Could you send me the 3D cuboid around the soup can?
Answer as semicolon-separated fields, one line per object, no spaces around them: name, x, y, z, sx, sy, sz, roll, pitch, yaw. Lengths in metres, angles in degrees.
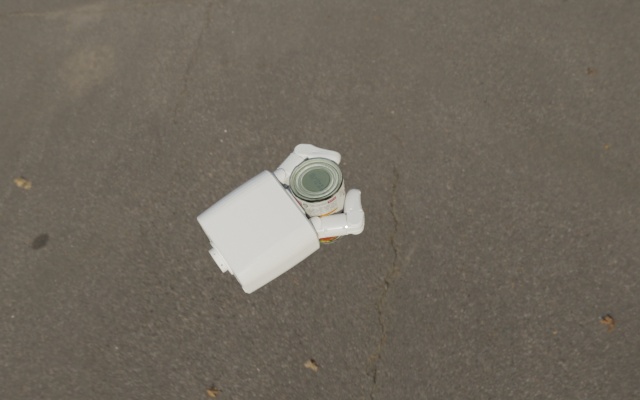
soup can;0.001;0.002;0.618;0.068;0.068;0.102;0;-35;9
